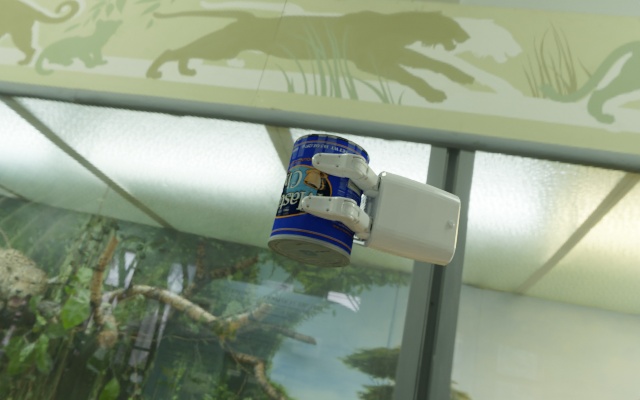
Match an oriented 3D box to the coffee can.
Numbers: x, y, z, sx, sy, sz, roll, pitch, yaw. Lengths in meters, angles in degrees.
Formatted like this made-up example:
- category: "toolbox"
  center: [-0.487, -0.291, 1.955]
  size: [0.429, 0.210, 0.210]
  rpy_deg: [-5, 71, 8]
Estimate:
- category: "coffee can"
  center: [0.000, 0.002, 0.601]
  size: [0.103, 0.140, 0.103]
  rpy_deg: [11, -21, 4]
